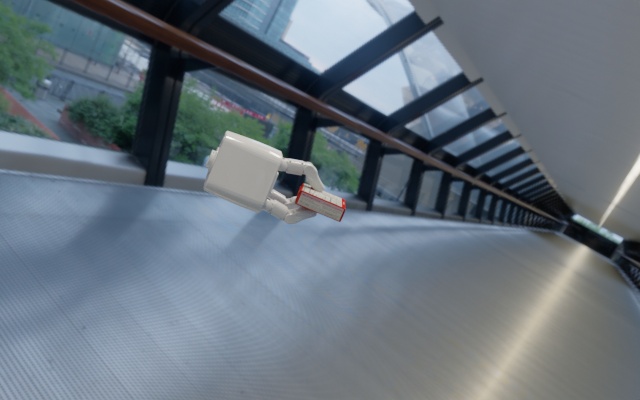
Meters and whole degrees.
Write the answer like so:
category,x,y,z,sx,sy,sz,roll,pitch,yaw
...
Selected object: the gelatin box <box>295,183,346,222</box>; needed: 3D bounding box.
category,x,y,z,sx,sy,sz,roll,pitch,yaw
gelatin box,0.001,0.003,0.868,0.089,0.030,0.073,22,12,-3
